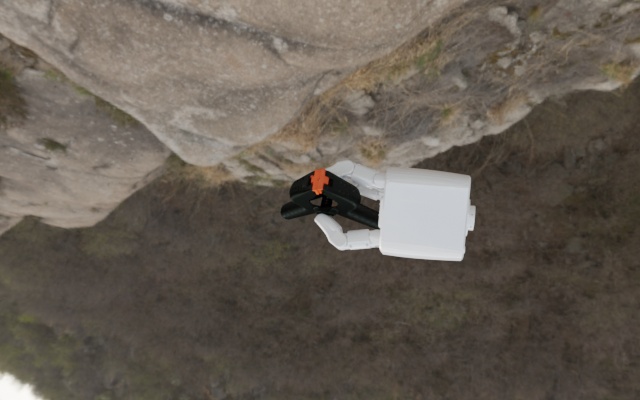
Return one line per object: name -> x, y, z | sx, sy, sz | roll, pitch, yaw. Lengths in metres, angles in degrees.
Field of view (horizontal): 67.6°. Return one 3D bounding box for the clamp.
clamp -> 0.000, 0.003, 0.666 | 0.164, 0.036, 0.210 | 3, -15, 14
